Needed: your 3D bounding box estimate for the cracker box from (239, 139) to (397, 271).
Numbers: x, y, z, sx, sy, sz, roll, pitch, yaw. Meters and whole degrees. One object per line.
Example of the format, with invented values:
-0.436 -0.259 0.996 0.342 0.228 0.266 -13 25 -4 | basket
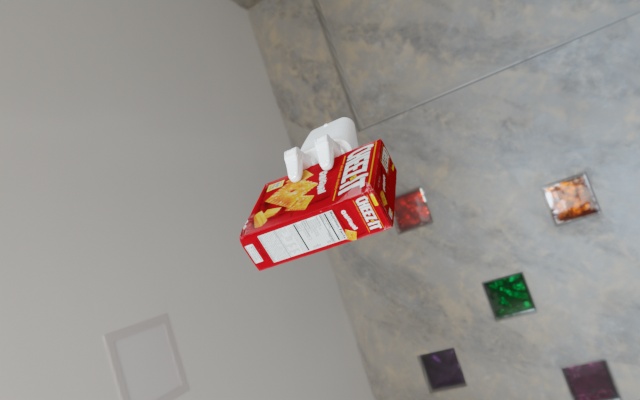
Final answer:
0.000 0.003 0.710 0.214 0.072 0.164 -21 25 22 | cracker box
